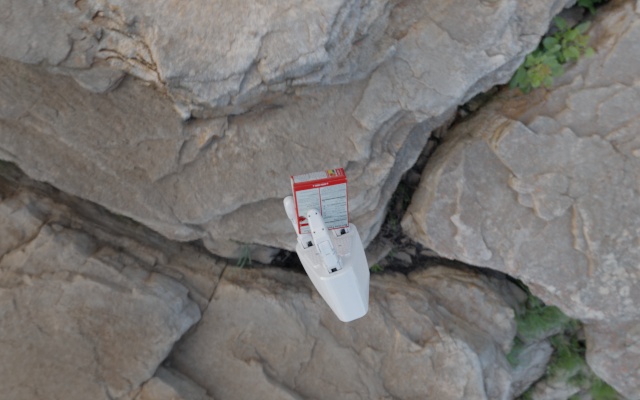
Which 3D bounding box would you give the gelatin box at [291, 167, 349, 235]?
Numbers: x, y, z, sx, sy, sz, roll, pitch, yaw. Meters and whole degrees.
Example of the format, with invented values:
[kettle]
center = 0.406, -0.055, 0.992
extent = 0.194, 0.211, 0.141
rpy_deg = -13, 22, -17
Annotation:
[gelatin box]
center = 0.000, 0.002, 0.661
extent = 0.073, 0.089, 0.030
rpy_deg = -10, 39, -5
